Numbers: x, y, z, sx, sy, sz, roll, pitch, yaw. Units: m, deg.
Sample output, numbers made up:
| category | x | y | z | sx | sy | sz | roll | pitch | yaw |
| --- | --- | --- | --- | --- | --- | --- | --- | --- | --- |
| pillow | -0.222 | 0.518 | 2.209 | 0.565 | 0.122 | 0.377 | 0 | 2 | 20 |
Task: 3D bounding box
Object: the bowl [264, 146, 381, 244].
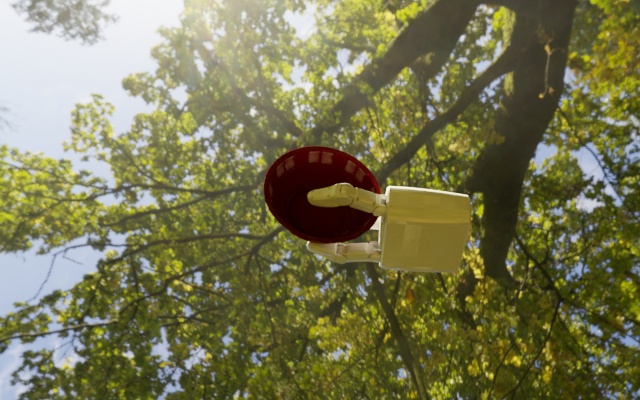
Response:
| category | x | y | z | sx | sy | sz | roll | pitch | yaw |
| --- | --- | --- | --- | --- | --- | --- | --- | --- | --- |
| bowl | -0.001 | 0.002 | 0.660 | 0.162 | 0.162 | 0.055 | 0 | -35 | -12 |
